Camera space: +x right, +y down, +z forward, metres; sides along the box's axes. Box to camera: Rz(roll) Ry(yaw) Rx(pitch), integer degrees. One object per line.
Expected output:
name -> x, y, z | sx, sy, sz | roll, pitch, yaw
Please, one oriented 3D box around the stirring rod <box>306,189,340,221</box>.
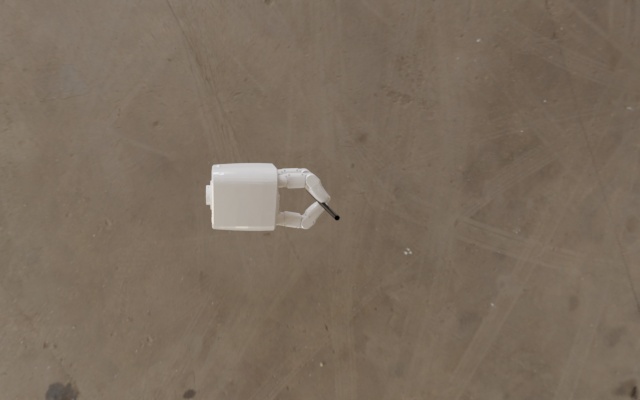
stirring rod -> 0.000, 0.003, 0.822 | 0.011, 0.011, 0.239 | 0, 11, -12
